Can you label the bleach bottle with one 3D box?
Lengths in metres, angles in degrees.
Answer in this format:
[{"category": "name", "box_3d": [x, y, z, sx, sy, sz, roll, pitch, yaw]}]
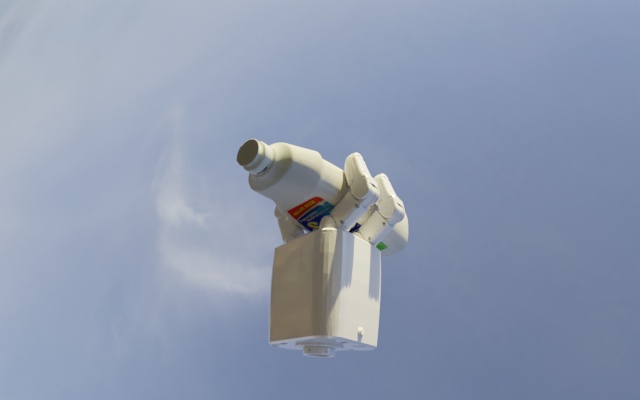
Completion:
[{"category": "bleach bottle", "box_3d": [0.000, 0.002, 0.535, 0.102, 0.068, 0.251, -14, -29, 34]}]
